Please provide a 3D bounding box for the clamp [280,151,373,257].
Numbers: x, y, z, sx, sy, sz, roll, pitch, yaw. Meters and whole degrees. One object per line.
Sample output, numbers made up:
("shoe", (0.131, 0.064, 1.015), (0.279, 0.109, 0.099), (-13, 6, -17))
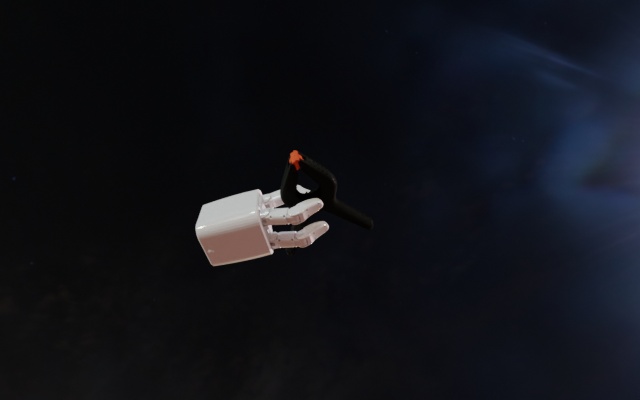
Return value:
("clamp", (0.000, 0.002, 0.803), (0.164, 0.210, 0.036), (-15, 41, -1))
